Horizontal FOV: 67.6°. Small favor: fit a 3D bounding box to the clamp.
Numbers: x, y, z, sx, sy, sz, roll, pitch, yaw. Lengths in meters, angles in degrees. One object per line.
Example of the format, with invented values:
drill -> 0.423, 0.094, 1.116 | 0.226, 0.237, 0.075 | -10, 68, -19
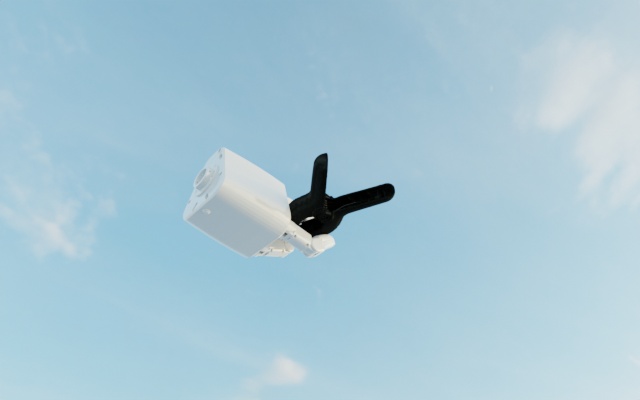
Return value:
clamp -> 0.000, 0.002, 0.638 | 0.120, 0.039, 0.171 | 34, -52, -29
